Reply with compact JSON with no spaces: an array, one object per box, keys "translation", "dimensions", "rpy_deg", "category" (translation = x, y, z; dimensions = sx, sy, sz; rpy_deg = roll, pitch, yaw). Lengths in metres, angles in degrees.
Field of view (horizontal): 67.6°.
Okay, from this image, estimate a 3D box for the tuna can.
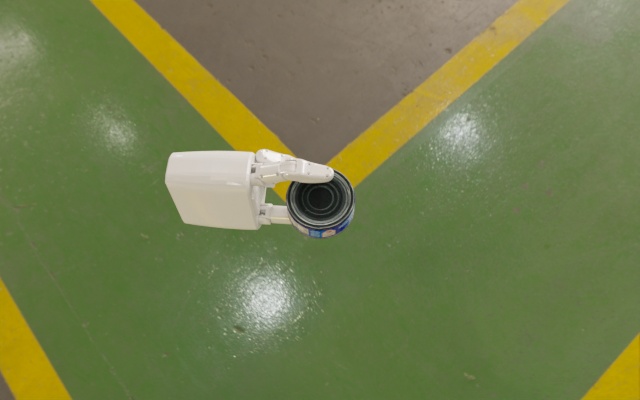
[{"translation":[0.000,0.002,0.589],"dimensions":[0.086,0.086,0.034],"rpy_deg":[0,-23,1],"category":"tuna can"}]
